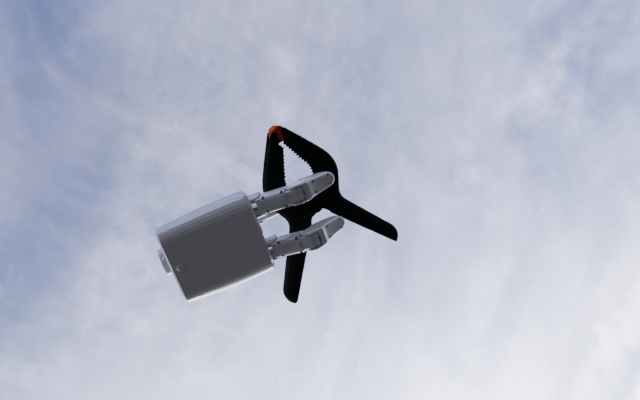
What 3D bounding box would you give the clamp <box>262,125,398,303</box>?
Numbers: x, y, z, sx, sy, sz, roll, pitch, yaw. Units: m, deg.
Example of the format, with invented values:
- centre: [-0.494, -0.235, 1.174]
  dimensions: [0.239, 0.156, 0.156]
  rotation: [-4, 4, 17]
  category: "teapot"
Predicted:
- centre: [-0.001, 0.001, 0.580]
  dimensions: [0.164, 0.210, 0.036]
  rotation: [-23, 16, -14]
  category: "clamp"
